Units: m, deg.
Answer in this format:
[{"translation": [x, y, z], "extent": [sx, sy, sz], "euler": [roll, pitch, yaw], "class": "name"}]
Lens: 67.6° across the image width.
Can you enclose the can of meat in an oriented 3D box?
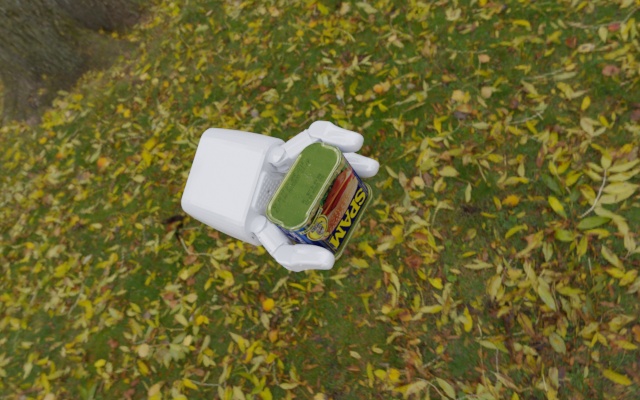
[{"translation": [0.000, 0.002, 0.495], "extent": [0.057, 0.102, 0.084], "euler": [21, -16, 35], "class": "can of meat"}]
